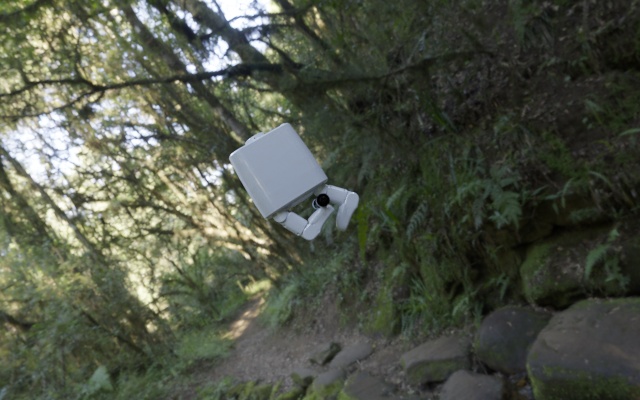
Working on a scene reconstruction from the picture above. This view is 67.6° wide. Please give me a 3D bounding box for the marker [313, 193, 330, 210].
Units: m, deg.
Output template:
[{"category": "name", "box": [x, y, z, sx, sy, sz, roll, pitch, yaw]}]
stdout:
[{"category": "marker", "box": [0.000, 0.002, 0.723, 0.020, 0.020, 0.121, 0, -3, -3]}]
